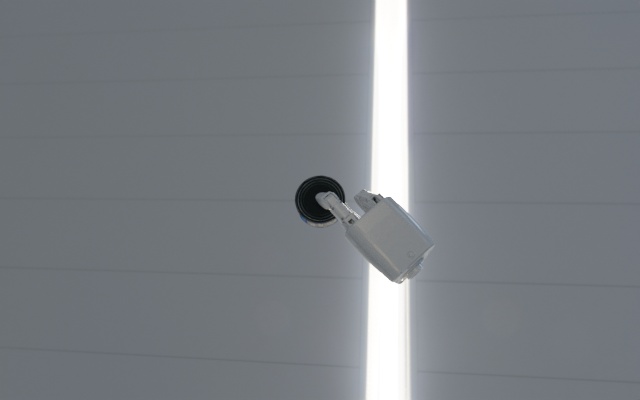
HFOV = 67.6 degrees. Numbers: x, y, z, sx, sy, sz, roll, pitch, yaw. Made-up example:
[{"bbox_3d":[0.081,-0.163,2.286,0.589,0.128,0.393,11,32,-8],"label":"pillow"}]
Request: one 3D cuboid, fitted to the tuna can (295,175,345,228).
[{"bbox_3d":[0.000,0.003,0.821,0.086,0.086,0.034,0,-19,3],"label":"tuna can"}]
